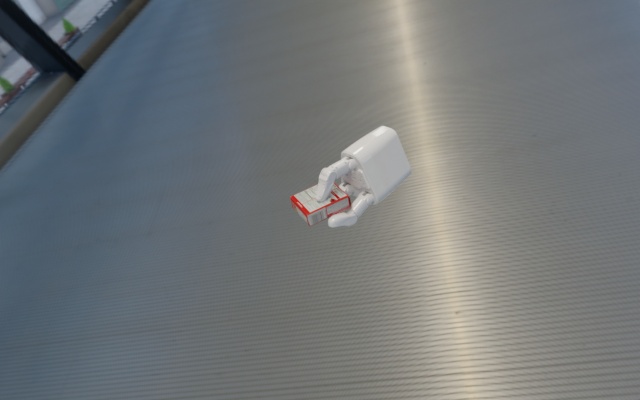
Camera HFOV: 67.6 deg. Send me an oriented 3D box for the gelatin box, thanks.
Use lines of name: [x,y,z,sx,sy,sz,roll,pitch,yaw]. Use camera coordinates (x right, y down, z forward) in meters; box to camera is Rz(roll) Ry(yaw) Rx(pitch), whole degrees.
gelatin box: [0.000,0.003,0.873,0.089,0.030,0.073,-25,37,-17]
